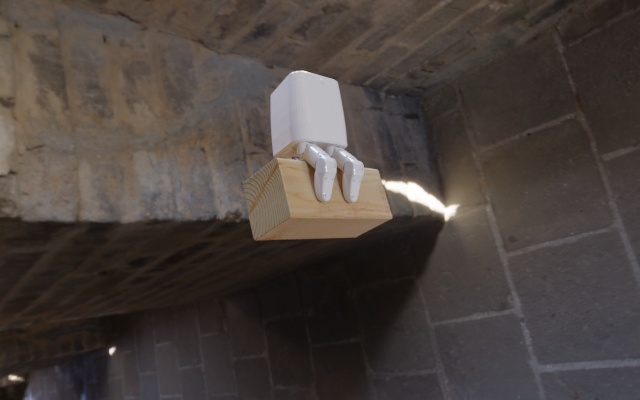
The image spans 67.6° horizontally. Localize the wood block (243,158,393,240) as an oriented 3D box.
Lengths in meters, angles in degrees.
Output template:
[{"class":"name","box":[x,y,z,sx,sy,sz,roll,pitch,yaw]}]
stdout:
[{"class":"wood block","box":[0.000,0.002,0.719,0.206,0.090,0.091,2,-24,-42]}]
